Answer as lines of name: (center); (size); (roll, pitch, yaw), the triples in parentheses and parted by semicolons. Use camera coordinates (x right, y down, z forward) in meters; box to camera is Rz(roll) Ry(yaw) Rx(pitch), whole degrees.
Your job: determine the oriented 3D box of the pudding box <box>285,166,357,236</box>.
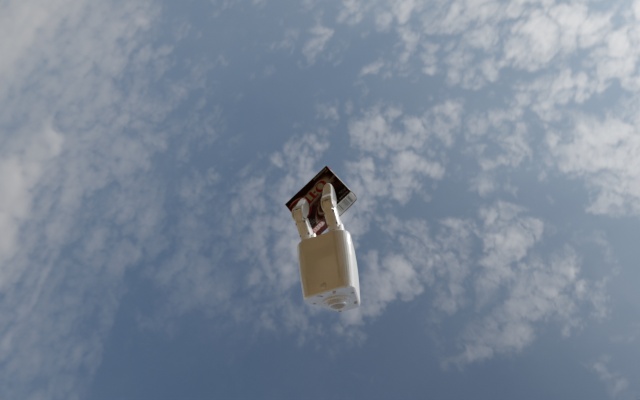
pudding box: (0.000, 0.003, 0.898); (0.090, 0.113, 0.039); (49, 1, 40)
